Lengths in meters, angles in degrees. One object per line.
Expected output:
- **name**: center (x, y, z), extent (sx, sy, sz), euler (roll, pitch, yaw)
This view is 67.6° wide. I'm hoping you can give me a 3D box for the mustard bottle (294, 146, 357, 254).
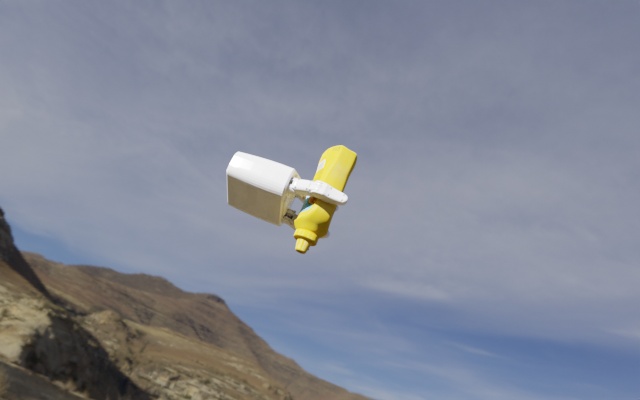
- **mustard bottle**: center (0.001, 0.003, 0.819), extent (0.058, 0.191, 0.096), euler (29, -24, -14)
